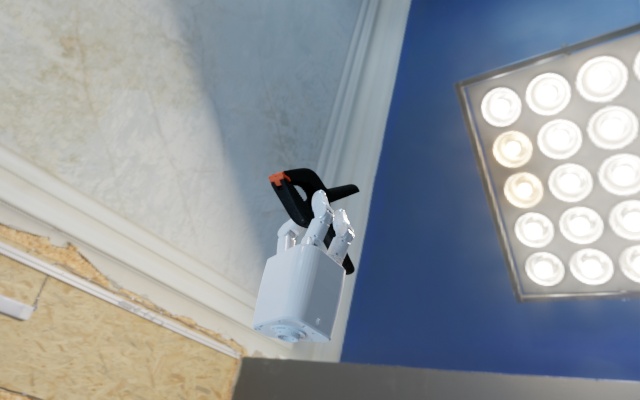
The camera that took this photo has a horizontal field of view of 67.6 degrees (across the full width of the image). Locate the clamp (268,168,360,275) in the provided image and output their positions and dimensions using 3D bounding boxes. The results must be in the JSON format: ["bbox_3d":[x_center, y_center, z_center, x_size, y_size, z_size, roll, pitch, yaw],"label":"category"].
[{"bbox_3d":[-0.001,0.003,0.754,0.036,0.164,0.210,-16,-42,34],"label":"clamp"}]
